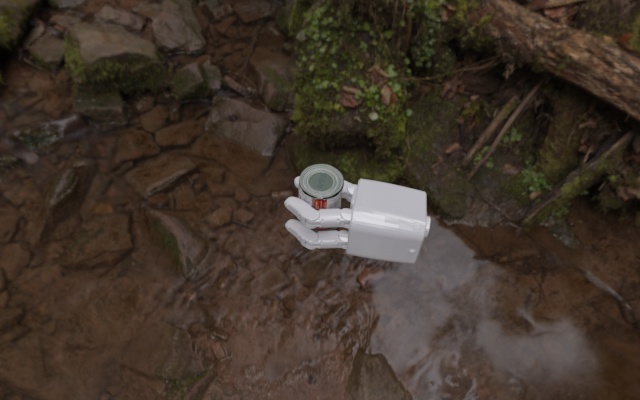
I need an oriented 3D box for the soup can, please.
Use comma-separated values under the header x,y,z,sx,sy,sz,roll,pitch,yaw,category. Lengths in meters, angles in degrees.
x,y,z,sx,sy,sz,roll,pitch,yaw,category
0.000,0.002,0.729,0.068,0.068,0.102,0,-39,-2,soup can
